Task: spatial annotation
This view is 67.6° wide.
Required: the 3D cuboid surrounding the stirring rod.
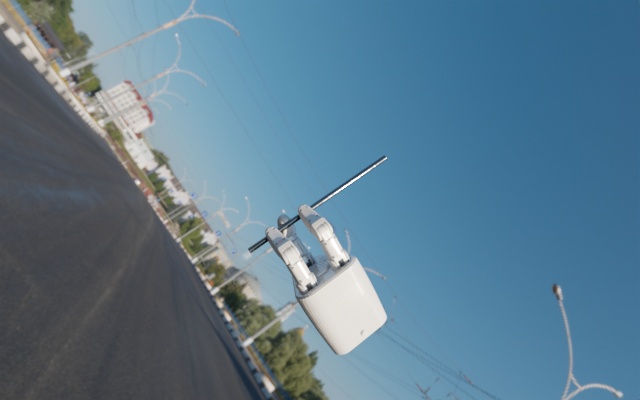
[{"bbox_3d":[0.000,0.002,0.672,0.239,0.011,0.011,-34,10,-16],"label":"stirring rod"}]
